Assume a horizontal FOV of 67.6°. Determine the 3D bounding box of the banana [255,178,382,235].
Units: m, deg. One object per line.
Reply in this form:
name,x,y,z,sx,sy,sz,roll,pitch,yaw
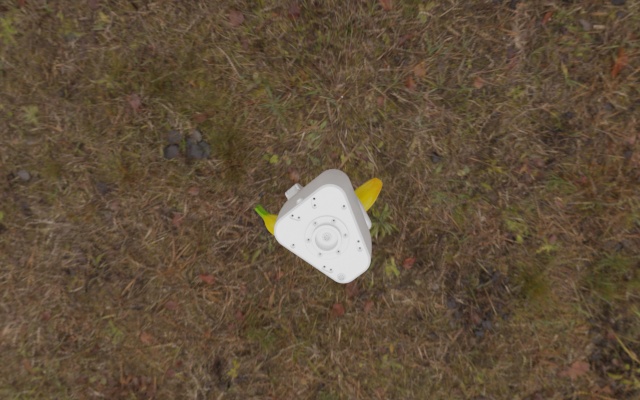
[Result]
banana,0.001,0.021,0.714,0.198,0.069,0.037,-13,8,6
